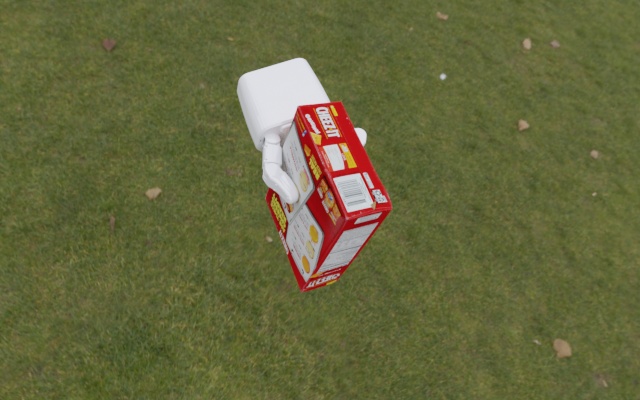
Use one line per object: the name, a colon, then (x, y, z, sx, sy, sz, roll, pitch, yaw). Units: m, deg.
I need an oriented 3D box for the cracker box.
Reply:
cracker box: (0.000, 0.002, 0.637, 0.072, 0.164, 0.214, -11, -28, -24)
